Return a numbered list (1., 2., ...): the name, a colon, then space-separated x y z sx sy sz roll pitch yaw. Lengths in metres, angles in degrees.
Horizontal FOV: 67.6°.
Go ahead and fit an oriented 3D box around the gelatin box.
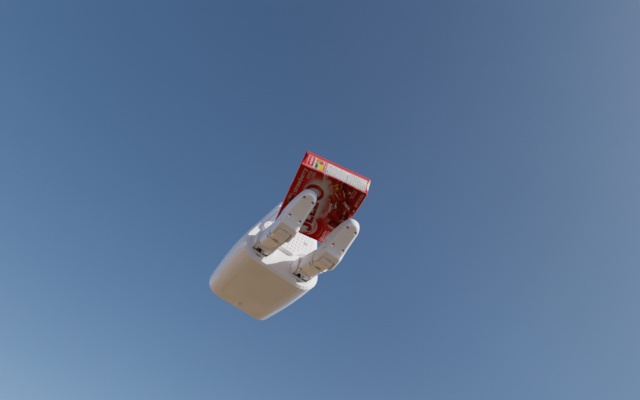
1. gelatin box: 0.000 0.001 0.504 0.073 0.089 0.030 25 38 -5
